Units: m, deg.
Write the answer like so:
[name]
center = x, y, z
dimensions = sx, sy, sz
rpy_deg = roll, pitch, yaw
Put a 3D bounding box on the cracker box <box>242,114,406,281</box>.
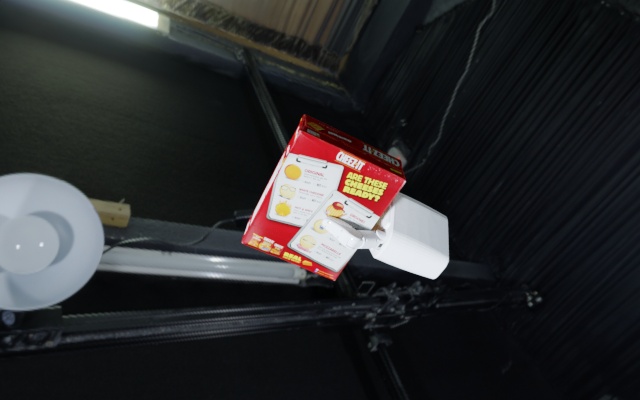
[cracker box]
center = 0.000, 0.003, 0.715
dimensions = 0.164, 0.214, 0.072
rpy_deg = 24, 31, -12
